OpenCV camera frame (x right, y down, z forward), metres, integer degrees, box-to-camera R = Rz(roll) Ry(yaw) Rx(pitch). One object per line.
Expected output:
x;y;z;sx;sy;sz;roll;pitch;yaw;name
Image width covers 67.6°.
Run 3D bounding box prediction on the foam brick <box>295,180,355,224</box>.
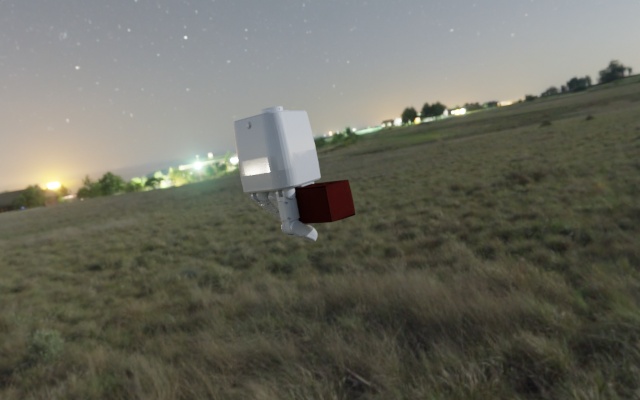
0.000;0.002;0.672;0.078;0.051;0.053;-5;7;42;foam brick
